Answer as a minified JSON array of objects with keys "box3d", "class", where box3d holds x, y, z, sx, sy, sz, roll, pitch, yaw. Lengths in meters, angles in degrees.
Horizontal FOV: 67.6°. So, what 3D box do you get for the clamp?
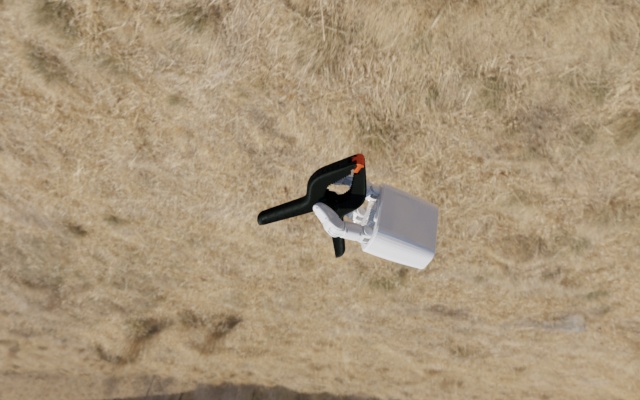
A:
[{"box3d":[0.000,0.003,0.759,0.164,0.036,0.210,19,-49,-13],"class":"clamp"}]
